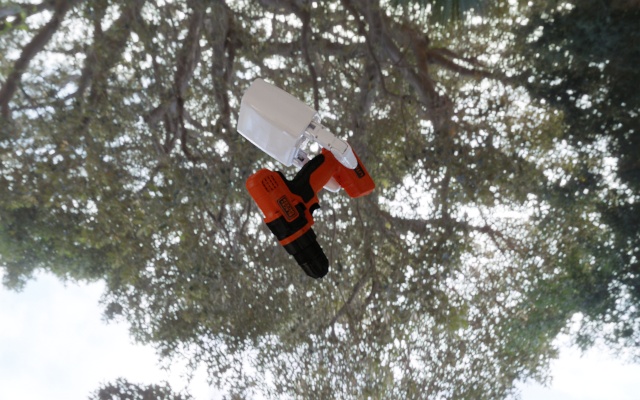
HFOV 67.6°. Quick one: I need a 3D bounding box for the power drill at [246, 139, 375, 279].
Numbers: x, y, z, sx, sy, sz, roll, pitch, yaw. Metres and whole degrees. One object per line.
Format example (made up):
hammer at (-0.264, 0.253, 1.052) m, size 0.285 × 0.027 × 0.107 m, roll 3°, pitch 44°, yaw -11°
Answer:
power drill at (0.000, 0.002, 0.738) m, size 0.187 × 0.184 × 0.057 m, roll -38°, pitch 9°, yaw -34°
